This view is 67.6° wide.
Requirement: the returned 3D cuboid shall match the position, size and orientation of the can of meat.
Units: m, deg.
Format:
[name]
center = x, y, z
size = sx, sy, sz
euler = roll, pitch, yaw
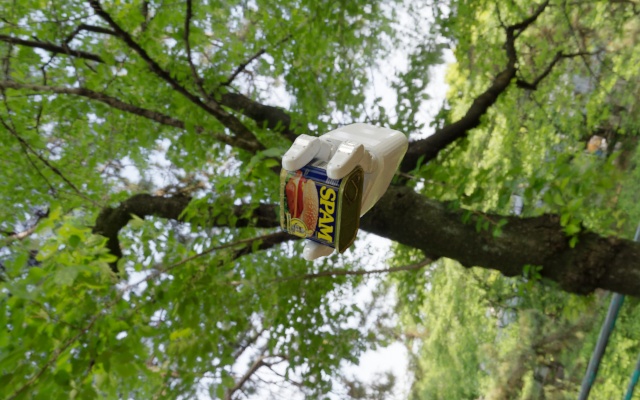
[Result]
[can of meat]
center = 0.000, 0.002, 0.571
size = 0.084, 0.102, 0.057
euler = 17, 30, 25
